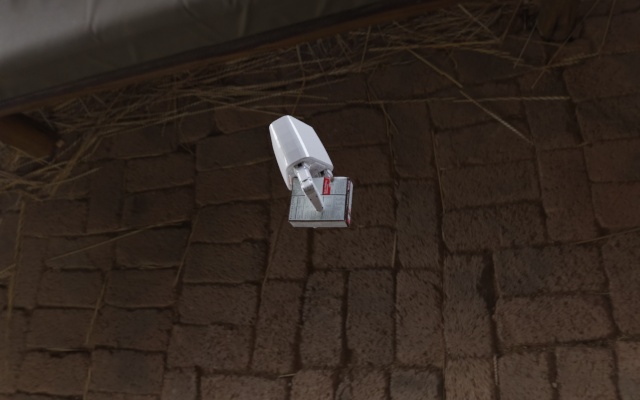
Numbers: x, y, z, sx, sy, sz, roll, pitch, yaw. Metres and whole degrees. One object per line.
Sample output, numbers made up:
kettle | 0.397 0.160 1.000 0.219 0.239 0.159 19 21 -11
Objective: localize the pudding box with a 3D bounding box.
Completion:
pudding box | 0.000 0.003 0.888 0.113 0.090 0.039 -1 -20 18
